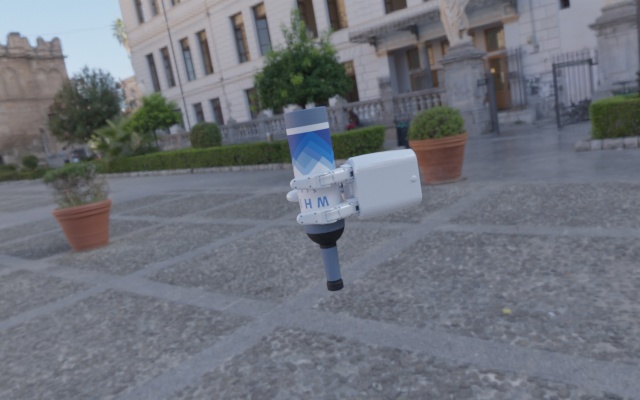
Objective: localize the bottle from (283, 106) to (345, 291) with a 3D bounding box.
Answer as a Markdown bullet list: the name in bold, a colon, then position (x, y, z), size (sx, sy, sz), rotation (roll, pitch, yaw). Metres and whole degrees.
- **bottle**: position (0.000, 0.002, 0.766), size (0.069, 0.296, 0.069), rotation (-10, 10, 2)
